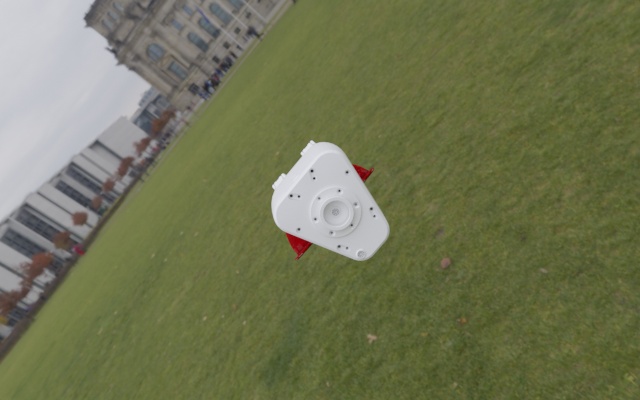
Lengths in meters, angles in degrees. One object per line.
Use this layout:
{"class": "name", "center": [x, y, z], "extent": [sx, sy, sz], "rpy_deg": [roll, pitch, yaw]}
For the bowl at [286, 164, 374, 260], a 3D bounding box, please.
{"class": "bowl", "center": [0.000, 0.002, 0.645], "extent": [0.055, 0.162, 0.162], "rpy_deg": [40, 1, 2]}
